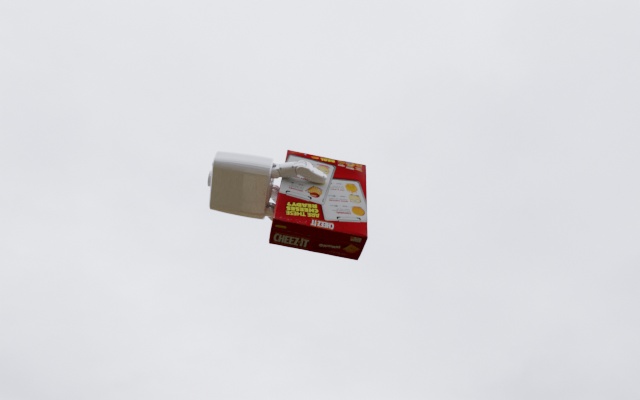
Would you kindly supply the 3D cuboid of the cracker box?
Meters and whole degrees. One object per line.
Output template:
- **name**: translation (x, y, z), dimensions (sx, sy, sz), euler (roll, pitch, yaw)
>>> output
- **cracker box**: translation (0.000, 0.003, 0.889), dimensions (0.164, 0.072, 0.213), euler (11, 39, -5)
